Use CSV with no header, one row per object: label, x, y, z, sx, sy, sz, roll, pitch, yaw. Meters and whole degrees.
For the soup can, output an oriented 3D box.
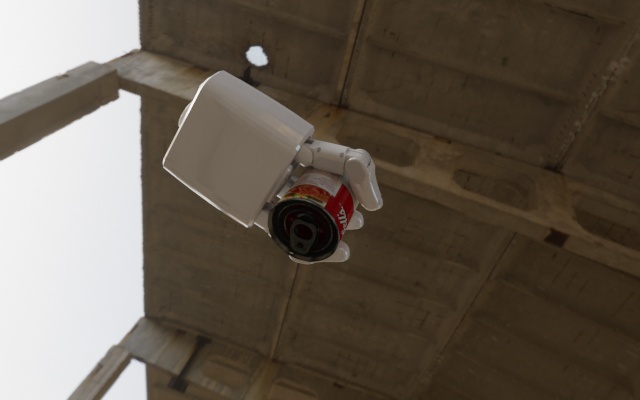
soup can,0.001,0.002,0.461,0.068,0.068,0.102,0,31,22
